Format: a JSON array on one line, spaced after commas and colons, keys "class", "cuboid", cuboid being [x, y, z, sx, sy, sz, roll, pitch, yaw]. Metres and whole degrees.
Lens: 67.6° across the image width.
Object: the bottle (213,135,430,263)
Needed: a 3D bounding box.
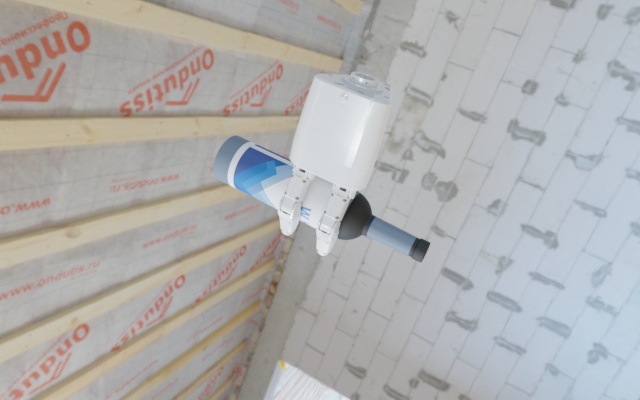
[{"class": "bottle", "cuboid": [0.000, 0.002, 0.617, 0.295, 0.069, 0.069, 26, 8, 16]}]
